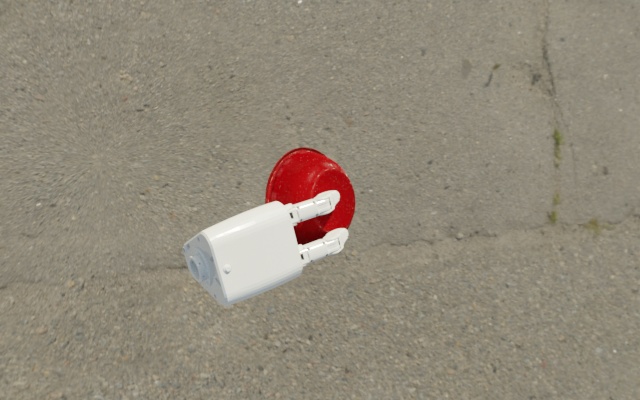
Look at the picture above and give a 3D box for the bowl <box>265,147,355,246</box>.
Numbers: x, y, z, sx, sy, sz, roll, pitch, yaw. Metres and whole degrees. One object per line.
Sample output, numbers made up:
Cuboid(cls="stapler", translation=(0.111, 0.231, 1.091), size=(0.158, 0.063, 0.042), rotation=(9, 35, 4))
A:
Cuboid(cls="bowl", translation=(0.001, 0.002, 0.680), size=(0.055, 0.162, 0.162), rotation=(-3, -2, 44))
